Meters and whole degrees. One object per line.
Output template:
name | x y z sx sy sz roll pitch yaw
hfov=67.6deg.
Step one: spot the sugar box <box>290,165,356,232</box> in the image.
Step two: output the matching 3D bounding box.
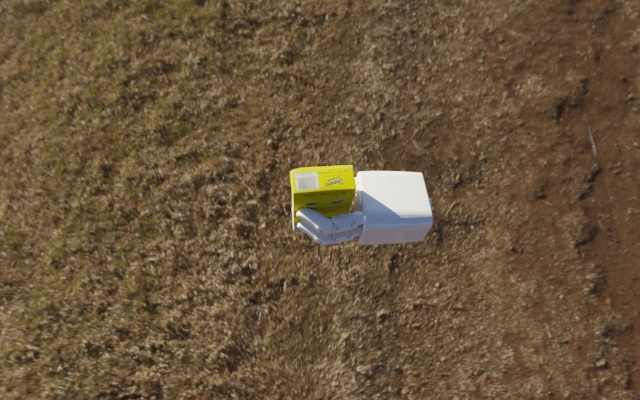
sugar box | 0.000 0.003 0.763 0.093 0.048 0.176 -4 -24 -3
